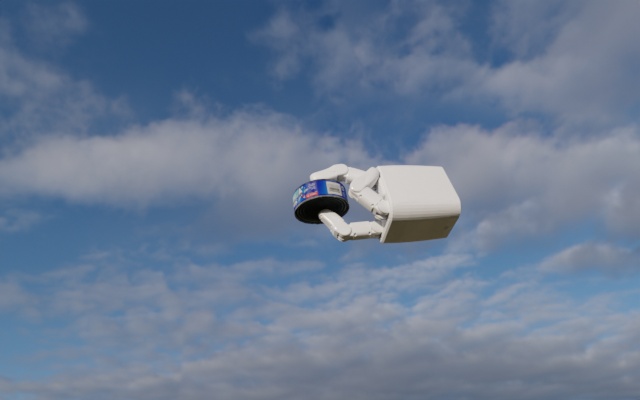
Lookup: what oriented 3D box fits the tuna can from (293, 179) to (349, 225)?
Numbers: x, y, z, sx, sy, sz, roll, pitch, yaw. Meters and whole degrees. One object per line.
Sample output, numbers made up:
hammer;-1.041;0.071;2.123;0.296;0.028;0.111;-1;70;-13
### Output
tuna can;0.000;0.002;0.742;0.086;0.033;0.086;-7;-30;-4
